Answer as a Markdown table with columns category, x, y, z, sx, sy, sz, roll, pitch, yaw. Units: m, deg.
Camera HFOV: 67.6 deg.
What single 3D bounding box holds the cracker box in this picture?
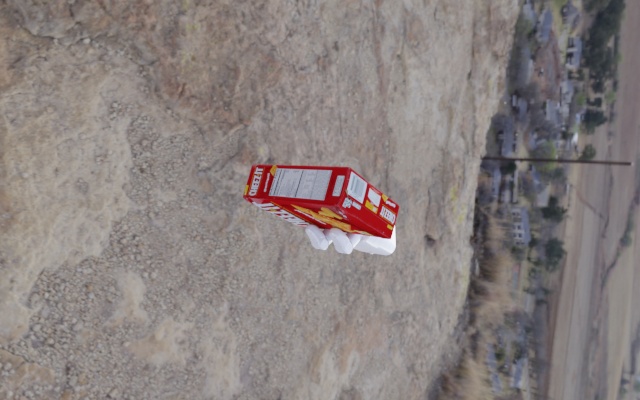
| category | x | y | z | sx | sy | sz | roll | pitch | yaw |
| --- | --- | --- | --- | --- | --- | --- | --- | --- | --- |
| cracker box | 0.000 | 0.003 | 0.815 | 0.213 | 0.072 | 0.164 | 4 | -18 | 40 |
